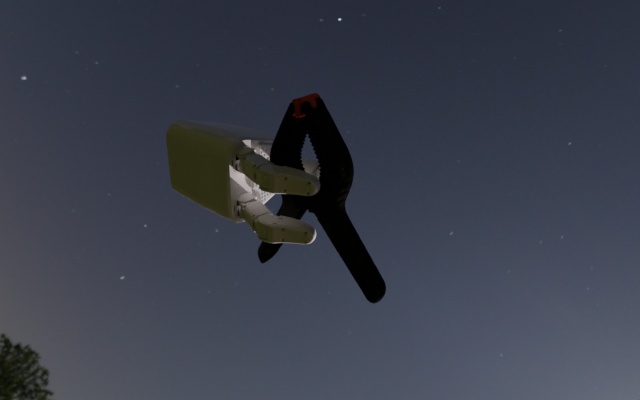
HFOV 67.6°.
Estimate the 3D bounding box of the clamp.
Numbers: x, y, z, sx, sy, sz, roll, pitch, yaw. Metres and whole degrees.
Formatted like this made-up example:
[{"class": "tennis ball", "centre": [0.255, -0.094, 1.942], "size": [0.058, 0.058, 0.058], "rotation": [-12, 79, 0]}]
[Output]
[{"class": "clamp", "centre": [0.000, 0.001, 0.483], "size": [0.164, 0.210, 0.036], "rotation": [20, 32, 29]}]
